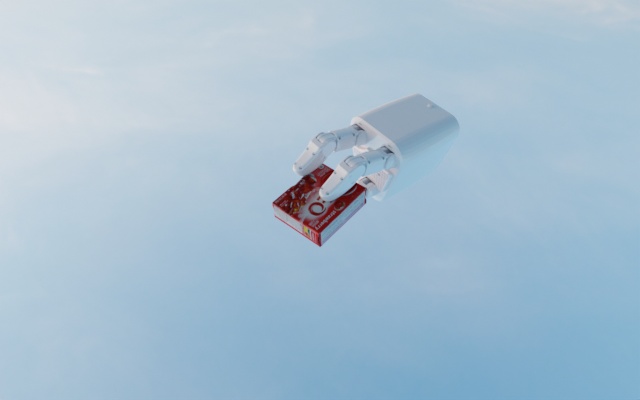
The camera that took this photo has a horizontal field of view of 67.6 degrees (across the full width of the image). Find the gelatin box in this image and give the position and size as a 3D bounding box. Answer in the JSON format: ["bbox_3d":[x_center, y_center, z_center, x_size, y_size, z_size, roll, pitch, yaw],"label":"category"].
[{"bbox_3d":[0.000,0.002,0.561,0.073,0.030,0.089,32,58,27],"label":"gelatin box"}]
